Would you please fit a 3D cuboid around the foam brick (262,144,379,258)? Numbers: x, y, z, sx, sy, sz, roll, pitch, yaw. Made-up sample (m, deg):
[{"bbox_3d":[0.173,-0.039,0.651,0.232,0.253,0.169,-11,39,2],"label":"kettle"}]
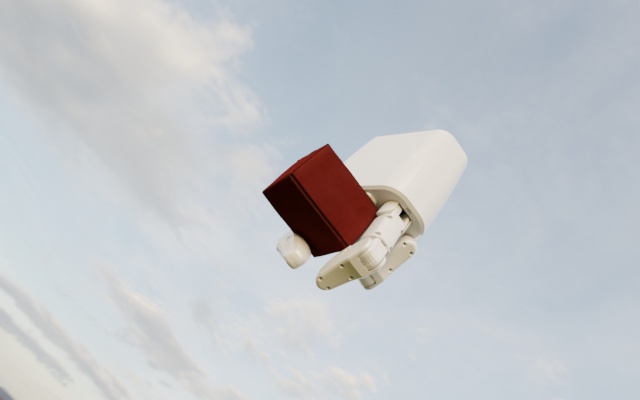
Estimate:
[{"bbox_3d":[0.000,0.001,0.407,0.051,0.078,0.053,-46,14,-34],"label":"foam brick"}]
